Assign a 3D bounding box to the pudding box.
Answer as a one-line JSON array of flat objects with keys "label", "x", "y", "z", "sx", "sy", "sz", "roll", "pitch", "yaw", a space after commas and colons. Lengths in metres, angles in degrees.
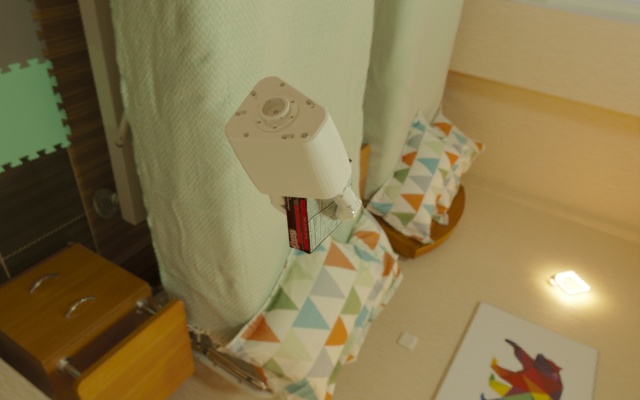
[{"label": "pudding box", "x": 0.000, "y": 0.002, "z": 0.625, "sx": 0.039, "sy": 0.090, "sz": 0.113, "roll": 20, "pitch": 39, "yaw": 29}]
